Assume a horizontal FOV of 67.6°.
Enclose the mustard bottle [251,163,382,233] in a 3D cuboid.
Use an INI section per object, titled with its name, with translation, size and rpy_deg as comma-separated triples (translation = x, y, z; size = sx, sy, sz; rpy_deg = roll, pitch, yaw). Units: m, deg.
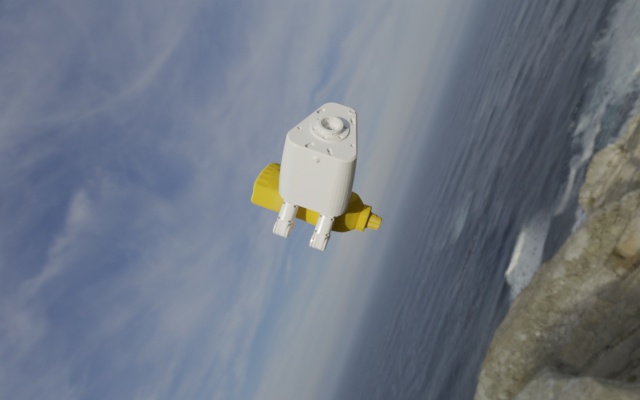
[mustard bottle]
translation = 0.000, 0.003, 0.720
size = 0.191, 0.058, 0.096
rpy_deg = 19, 25, 7
